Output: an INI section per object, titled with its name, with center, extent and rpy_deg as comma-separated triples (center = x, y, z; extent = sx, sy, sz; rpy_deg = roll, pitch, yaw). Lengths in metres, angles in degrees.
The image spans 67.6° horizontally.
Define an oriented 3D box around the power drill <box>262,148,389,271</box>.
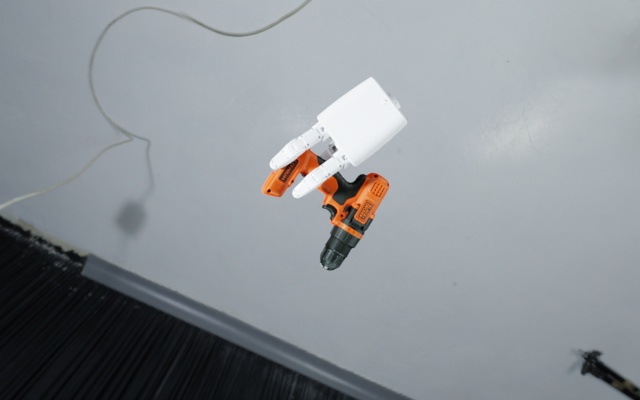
[power drill]
center = 0.000, 0.002, 0.794
extent = 0.188, 0.184, 0.057
rpy_deg = 32, -3, -16
